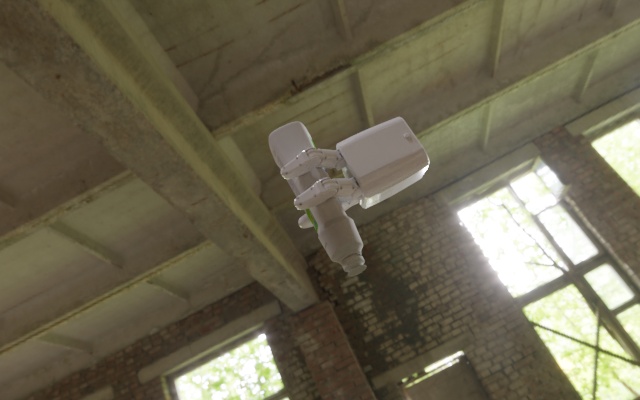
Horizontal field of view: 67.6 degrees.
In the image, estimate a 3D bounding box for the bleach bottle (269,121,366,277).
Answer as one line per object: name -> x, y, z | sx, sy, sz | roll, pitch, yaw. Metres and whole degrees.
bleach bottle -> 0.000, 0.002, 0.713 | 0.068, 0.250, 0.103 | -26, -29, -4
